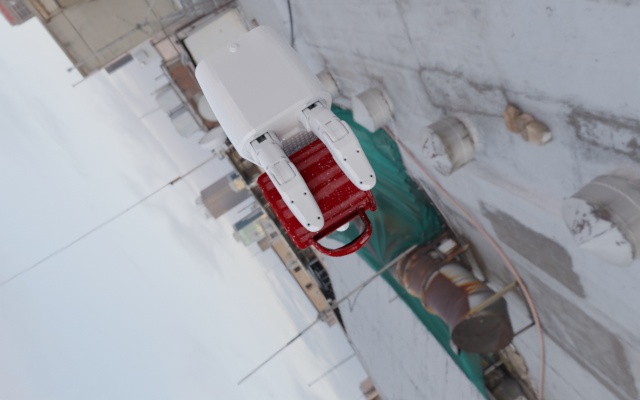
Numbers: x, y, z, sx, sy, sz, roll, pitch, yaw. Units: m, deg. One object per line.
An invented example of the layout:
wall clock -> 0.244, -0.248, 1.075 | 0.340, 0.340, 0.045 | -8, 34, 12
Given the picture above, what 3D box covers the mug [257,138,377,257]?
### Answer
mug -> 0.001, 0.003, 0.445 | 0.081, 0.117, 0.093 | -32, -24, -3
